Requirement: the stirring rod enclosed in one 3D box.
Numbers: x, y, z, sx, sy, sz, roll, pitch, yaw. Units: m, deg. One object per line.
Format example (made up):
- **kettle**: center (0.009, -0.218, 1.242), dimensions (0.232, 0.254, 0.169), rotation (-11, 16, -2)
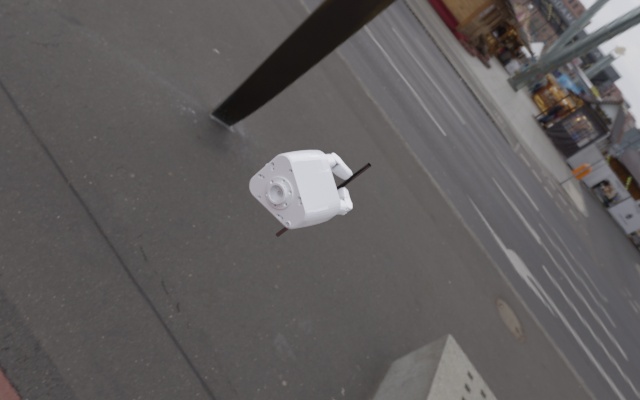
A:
- **stirring rod**: center (0.000, 0.003, 0.880), dimensions (0.239, 0.011, 0.011), rotation (-37, -19, 27)
